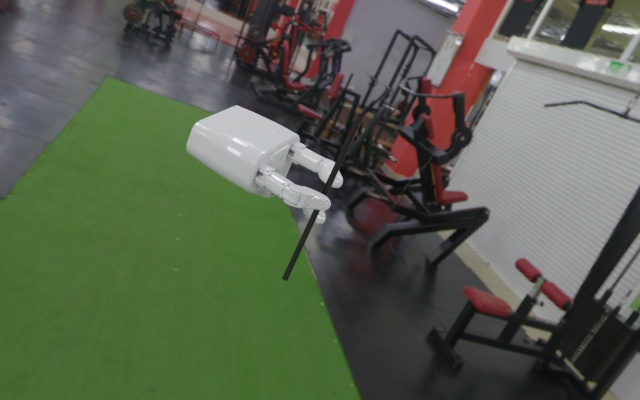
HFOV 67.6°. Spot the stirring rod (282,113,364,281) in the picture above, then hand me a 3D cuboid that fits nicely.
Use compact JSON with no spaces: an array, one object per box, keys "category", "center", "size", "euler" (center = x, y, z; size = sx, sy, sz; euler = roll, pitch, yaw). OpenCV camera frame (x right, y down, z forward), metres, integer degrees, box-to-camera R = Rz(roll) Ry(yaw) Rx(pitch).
[{"category":"stirring rod","center":[0.000,0.002,0.604],"size":[0.011,0.239,0.011],"euler":[22,19,-8]}]
